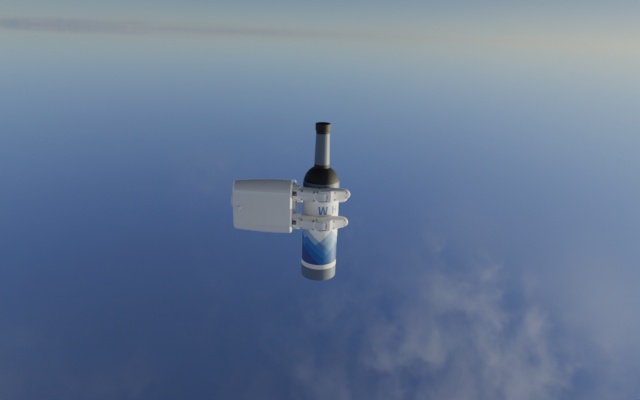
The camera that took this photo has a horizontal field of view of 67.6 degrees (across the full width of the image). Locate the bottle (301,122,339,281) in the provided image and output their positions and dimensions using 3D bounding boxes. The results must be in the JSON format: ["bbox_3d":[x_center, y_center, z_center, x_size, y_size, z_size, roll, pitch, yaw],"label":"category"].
[{"bbox_3d":[0.000,0.003,0.889,0.069,0.296,0.069,2,19,-1],"label":"bottle"}]
